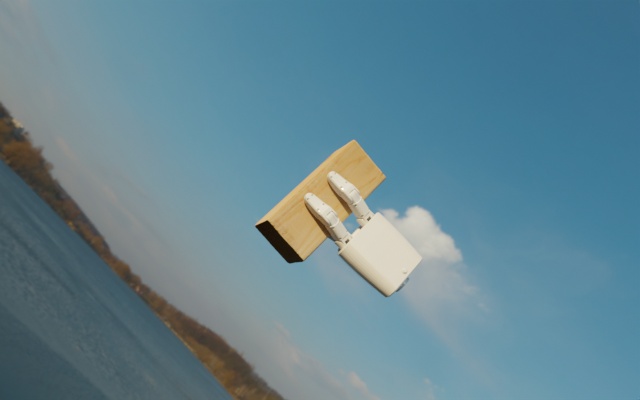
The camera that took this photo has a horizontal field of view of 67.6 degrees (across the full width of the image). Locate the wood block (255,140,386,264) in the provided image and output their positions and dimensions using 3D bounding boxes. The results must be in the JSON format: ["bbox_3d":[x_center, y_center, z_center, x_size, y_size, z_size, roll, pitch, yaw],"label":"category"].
[{"bbox_3d":[0.000,0.003,0.810,0.206,0.090,0.091,-44,7,-22],"label":"wood block"}]
